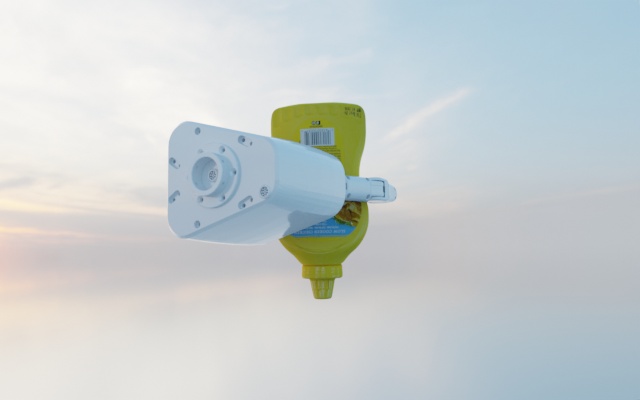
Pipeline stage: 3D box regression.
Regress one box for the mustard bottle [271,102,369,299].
[{"bbox_3d":[0.000,0.001,0.480,0.096,0.191,0.058,-2,-6,3],"label":"mustard bottle"}]
